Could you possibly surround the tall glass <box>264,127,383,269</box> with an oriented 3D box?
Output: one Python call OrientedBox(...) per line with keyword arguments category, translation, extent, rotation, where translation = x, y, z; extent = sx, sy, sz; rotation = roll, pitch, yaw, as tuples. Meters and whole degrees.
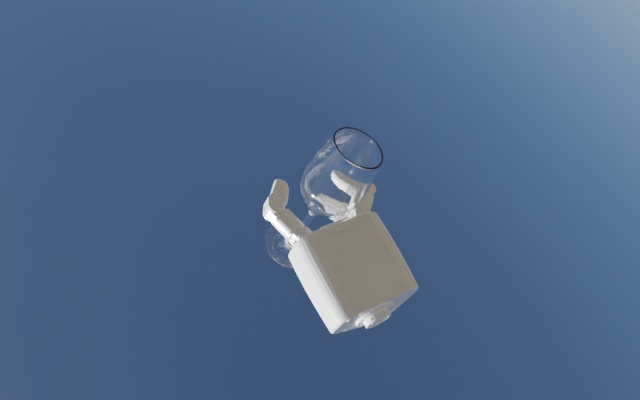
OrientedBox(category="tall glass", translation=(0.000, 0.002, 0.585), extent=(0.079, 0.079, 0.201), rotation=(0, -37, -31))
